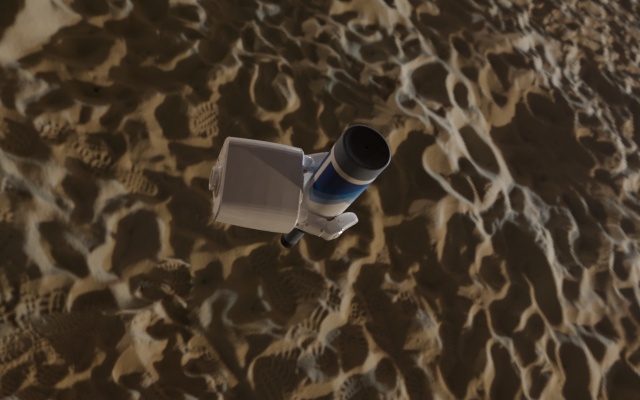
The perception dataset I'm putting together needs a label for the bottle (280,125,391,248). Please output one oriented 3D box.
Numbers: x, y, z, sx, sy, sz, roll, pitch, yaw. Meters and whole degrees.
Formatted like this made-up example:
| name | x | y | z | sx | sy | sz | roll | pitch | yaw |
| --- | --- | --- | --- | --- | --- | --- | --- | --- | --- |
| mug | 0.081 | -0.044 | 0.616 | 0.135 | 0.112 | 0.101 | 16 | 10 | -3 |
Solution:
| name | x | y | z | sx | sy | sz | roll | pitch | yaw |
| --- | --- | --- | --- | --- | --- | --- | --- | --- | --- |
| bottle | 0.000 | 0.002 | 0.693 | 0.069 | 0.069 | 0.296 | 0 | -27 | -25 |
